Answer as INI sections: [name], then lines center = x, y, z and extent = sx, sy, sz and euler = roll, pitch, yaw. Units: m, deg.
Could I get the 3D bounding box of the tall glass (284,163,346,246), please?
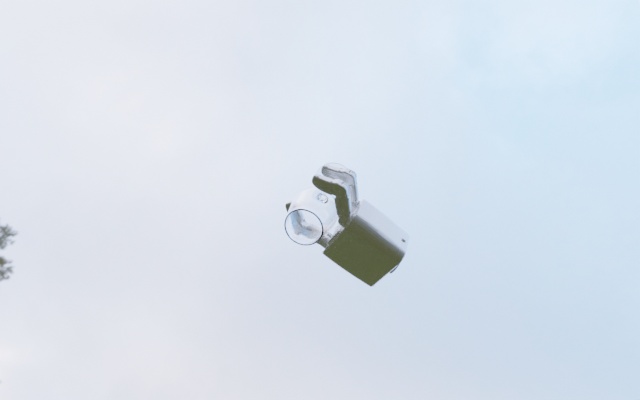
[tall glass]
center = 0.000, 0.002, 0.807
extent = 0.079, 0.079, 0.201
euler = 0, 23, 17
